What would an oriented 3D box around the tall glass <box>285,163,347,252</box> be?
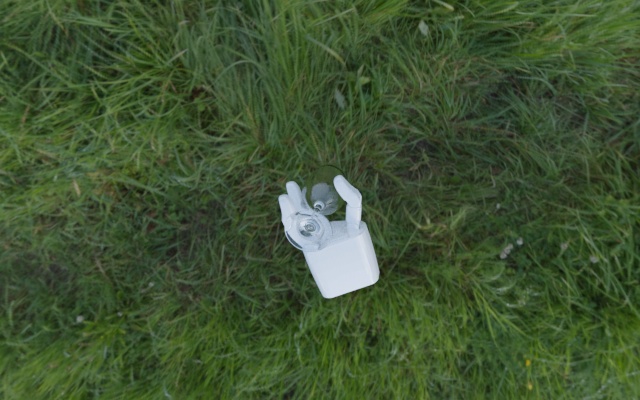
[{"bbox_3d":[0.000,0.003,0.807,0.079,0.079,0.201,0,27,12],"label":"tall glass"}]
